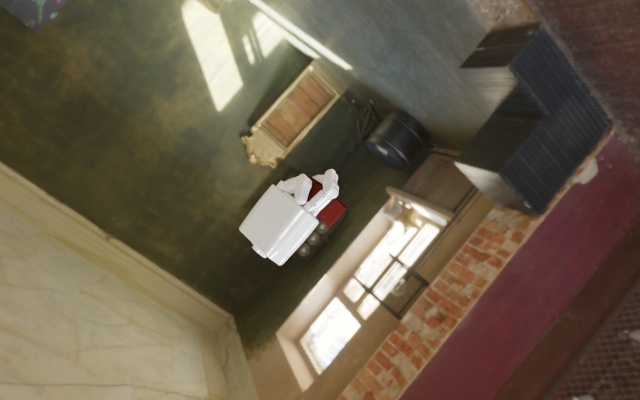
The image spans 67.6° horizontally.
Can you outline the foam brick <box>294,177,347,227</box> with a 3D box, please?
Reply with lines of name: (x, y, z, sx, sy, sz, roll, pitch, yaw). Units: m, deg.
foam brick: (0.000, 0.003, 0.899, 0.078, 0.051, 0.053, 41, -4, -37)
